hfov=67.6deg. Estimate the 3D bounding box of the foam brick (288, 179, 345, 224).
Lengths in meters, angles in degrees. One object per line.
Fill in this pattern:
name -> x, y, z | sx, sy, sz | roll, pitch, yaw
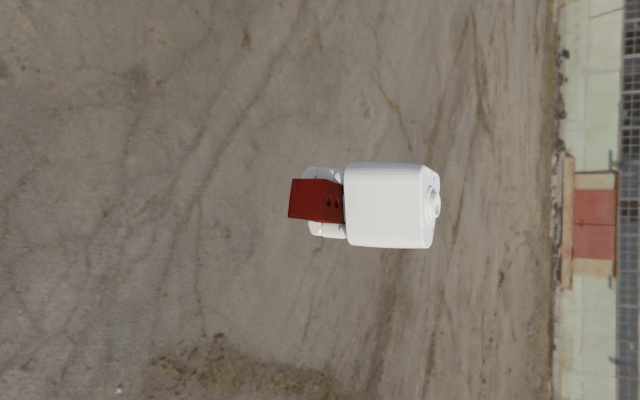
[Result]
foam brick -> 0.000, 0.002, 0.635 | 0.051, 0.053, 0.078 | 3, -5, 29
